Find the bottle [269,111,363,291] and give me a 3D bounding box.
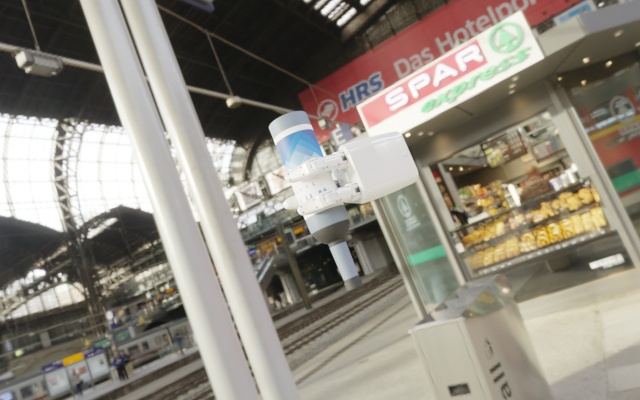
[{"bbox_3d":[0.000,0.002,0.768,0.069,0.295,0.069,-21,-9,-3],"label":"bottle"}]
